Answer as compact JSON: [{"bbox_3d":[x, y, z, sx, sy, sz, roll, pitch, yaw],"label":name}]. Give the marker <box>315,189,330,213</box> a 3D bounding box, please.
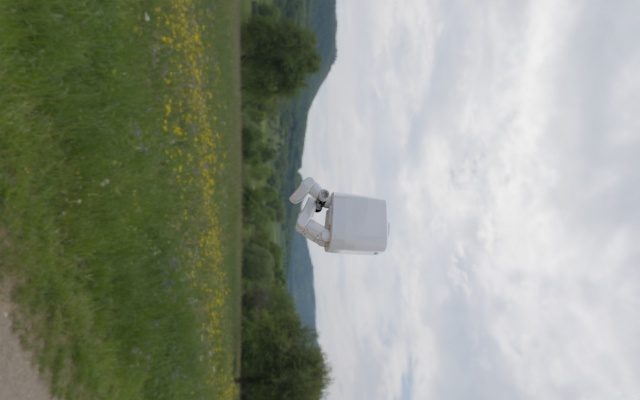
[{"bbox_3d":[0.000,0.003,0.869,0.020,0.020,0.121,0,-13,-6],"label":"marker"}]
